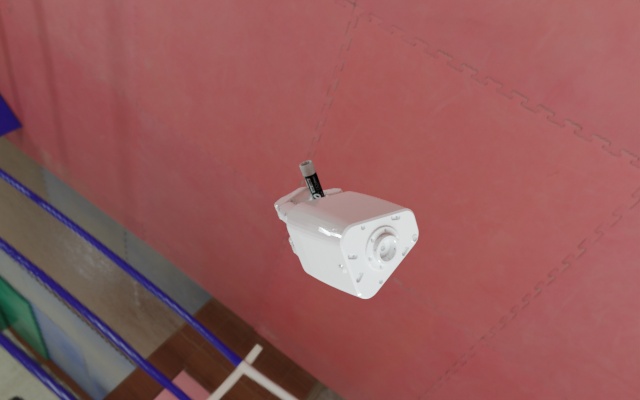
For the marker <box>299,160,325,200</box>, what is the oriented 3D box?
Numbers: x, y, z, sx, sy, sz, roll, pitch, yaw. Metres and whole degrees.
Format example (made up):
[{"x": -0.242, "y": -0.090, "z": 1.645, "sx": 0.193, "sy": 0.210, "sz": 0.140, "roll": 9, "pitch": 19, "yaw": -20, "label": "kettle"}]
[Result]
[{"x": 0.000, "y": 0.002, "z": 0.657, "sx": 0.020, "sy": 0.121, "sz": 0.020, "roll": -17, "pitch": 24, "yaw": 8, "label": "marker"}]
